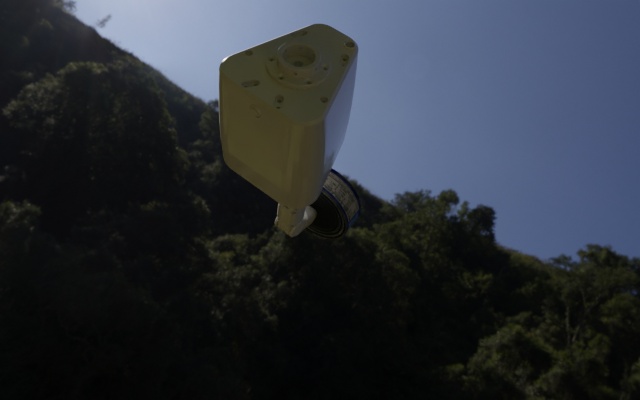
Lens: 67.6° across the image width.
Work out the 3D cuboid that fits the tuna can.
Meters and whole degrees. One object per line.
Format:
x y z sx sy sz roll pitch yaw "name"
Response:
0.000 0.001 0.516 0.086 0.086 0.033 0 40 46 "tuna can"
